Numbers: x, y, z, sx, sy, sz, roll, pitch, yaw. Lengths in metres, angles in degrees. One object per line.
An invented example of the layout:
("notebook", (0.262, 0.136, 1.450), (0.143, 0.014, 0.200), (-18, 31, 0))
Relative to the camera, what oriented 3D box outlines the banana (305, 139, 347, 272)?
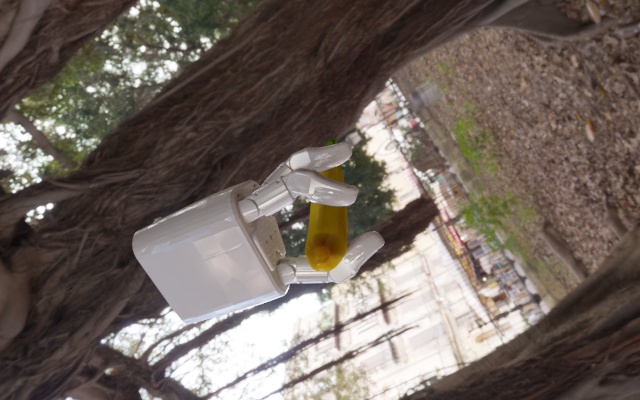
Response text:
("banana", (0.005, 0.015, 0.456), (0.037, 0.070, 0.197), (-10, 32, 8))
